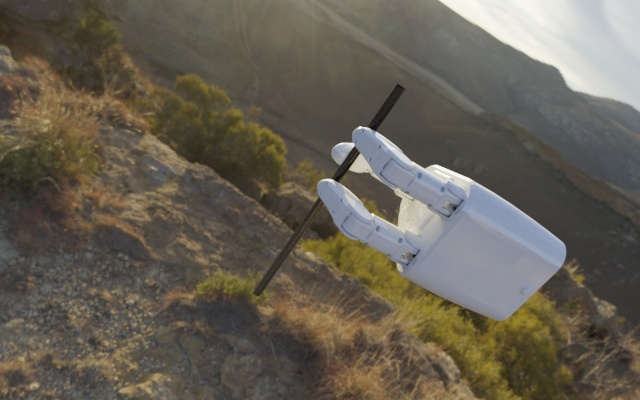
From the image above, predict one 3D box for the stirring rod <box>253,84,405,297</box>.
[{"bbox_3d":[0.000,0.001,0.422,0.011,0.240,0.011,28,25,-14],"label":"stirring rod"}]
